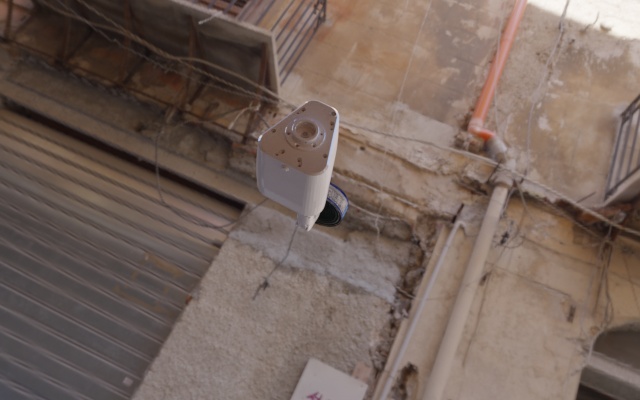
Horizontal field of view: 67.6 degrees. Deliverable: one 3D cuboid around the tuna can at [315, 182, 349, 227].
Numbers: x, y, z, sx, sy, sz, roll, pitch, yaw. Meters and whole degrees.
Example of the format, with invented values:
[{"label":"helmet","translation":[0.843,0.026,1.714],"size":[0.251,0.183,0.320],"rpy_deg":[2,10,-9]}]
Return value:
[{"label":"tuna can","translation":[0.000,0.002,0.748],"size":[0.086,0.033,0.086],"rpy_deg":[21,-31,13]}]
